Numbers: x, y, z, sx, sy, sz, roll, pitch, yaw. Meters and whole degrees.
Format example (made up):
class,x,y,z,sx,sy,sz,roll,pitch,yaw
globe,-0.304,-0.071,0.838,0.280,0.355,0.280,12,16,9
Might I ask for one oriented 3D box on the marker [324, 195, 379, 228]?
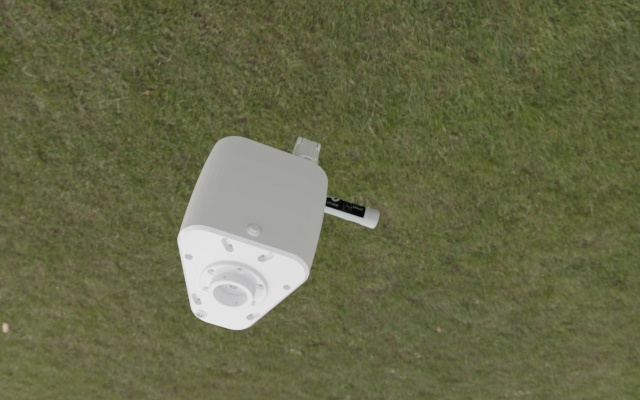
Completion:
class,x,y,z,sx,sy,sz,roll,pitch,yaw
marker,0.000,0.002,0.480,0.121,0.020,0.020,18,-3,-8
